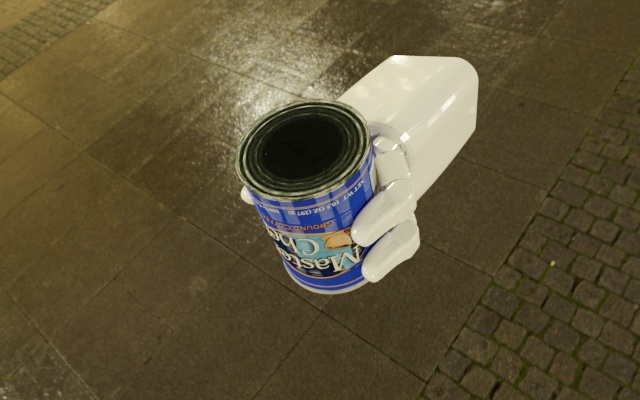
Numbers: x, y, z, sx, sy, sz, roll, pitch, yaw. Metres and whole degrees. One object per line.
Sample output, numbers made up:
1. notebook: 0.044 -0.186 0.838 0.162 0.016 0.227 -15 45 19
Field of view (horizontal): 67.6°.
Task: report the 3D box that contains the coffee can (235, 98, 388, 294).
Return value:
1. coffee can: 0.000 0.002 0.402 0.103 0.102 0.140 0 -37 15
